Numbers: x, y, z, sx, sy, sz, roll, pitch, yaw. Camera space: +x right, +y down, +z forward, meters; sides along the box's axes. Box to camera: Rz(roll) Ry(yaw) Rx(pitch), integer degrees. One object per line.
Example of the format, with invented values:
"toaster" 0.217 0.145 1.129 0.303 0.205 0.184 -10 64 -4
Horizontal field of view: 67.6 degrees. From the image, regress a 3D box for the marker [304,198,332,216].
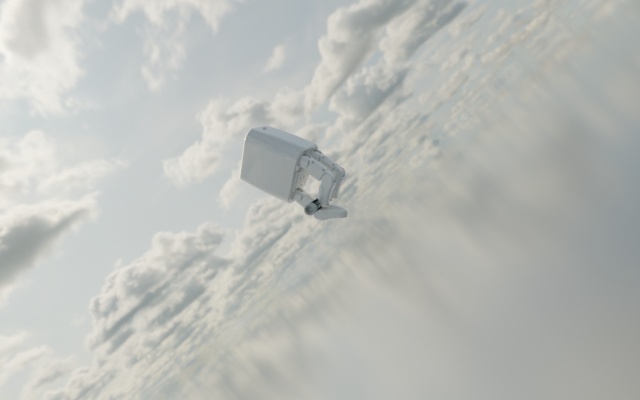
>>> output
"marker" 0.000 0.003 0.836 0.020 0.020 0.121 0 13 19
